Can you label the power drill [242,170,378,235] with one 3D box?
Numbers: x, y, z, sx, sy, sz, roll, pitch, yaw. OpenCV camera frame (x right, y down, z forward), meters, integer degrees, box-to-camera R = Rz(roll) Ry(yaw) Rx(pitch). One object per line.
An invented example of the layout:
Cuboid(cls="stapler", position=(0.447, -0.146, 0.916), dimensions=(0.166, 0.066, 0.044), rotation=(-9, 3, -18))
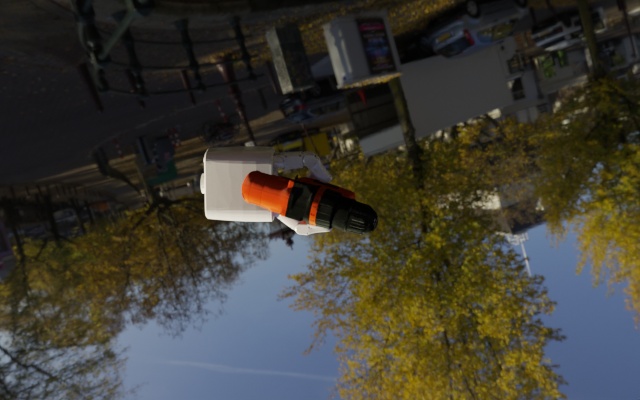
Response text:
Cuboid(cls="power drill", position=(0.000, 0.002, 0.686), dimensions=(0.184, 0.057, 0.187), rotation=(18, 3, 12))
